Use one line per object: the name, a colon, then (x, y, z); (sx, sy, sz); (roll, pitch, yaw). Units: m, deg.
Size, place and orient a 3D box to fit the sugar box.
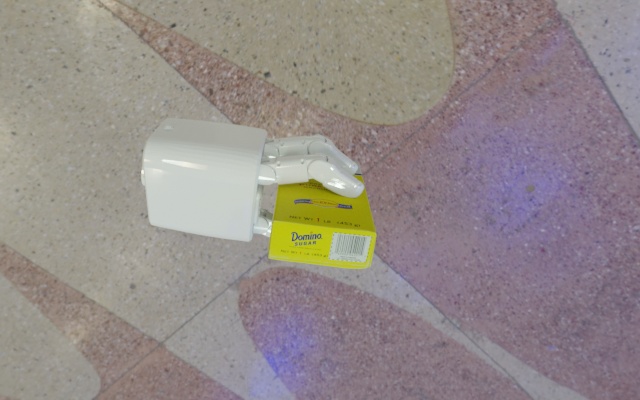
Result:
sugar box: (0.000, 0.001, 0.491); (0.093, 0.048, 0.176); (8, 27, -5)
